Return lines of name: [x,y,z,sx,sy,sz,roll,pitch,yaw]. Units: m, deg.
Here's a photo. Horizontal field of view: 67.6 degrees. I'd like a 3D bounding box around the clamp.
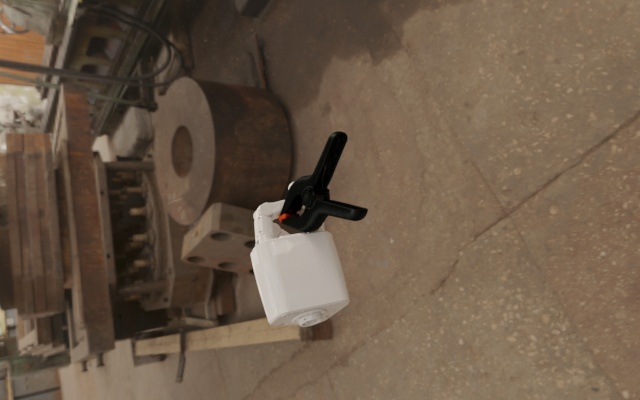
clamp: [-0.001,0.002,0.644,0.039,0.120,0.171,5,-35,-32]
